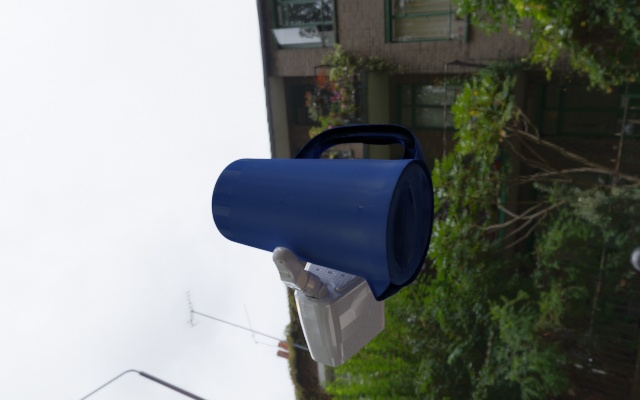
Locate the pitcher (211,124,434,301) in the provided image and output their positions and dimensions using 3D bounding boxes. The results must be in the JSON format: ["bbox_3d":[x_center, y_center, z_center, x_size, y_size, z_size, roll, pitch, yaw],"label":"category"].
[{"bbox_3d":[0.000,0.002,0.547,0.243,0.145,0.149,8,33,31],"label":"pitcher"}]
